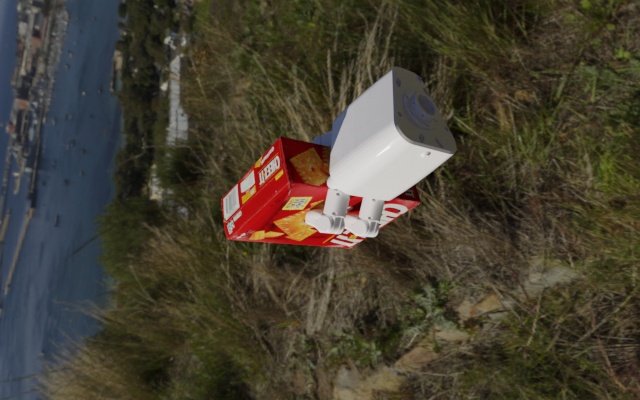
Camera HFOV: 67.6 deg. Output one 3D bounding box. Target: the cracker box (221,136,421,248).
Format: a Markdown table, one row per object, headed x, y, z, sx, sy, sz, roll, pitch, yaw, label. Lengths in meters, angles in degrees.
| x | y | z | sx | sy | sz | roll | pitch | yaw | label |
| --- | --- | --- | --- | --- | --- | --- | --- | --- | --- |
| 0.000 | 0.002 | 0.640 | 0.214 | 0.072 | 0.164 | 8 | -32 | -36 | cracker box |
